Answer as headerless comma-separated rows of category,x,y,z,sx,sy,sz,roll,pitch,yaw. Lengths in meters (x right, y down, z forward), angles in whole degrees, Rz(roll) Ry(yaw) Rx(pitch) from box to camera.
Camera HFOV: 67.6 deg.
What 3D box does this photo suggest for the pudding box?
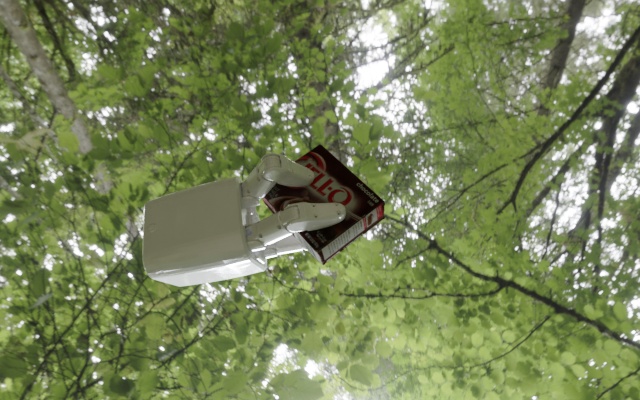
pudding box,0.000,0.002,0.516,0.090,0.113,0.039,-36,-30,-14
